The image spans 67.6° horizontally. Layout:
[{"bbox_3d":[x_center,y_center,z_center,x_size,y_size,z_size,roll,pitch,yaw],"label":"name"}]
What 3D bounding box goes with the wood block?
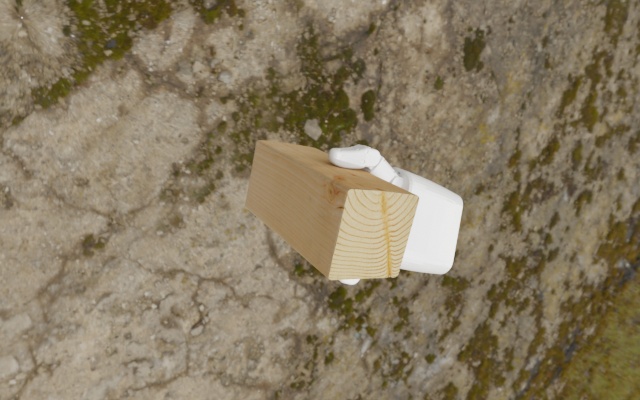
[{"bbox_3d":[0.001,0.002,0.536,0.090,0.091,0.206,4,16,-33],"label":"wood block"}]
